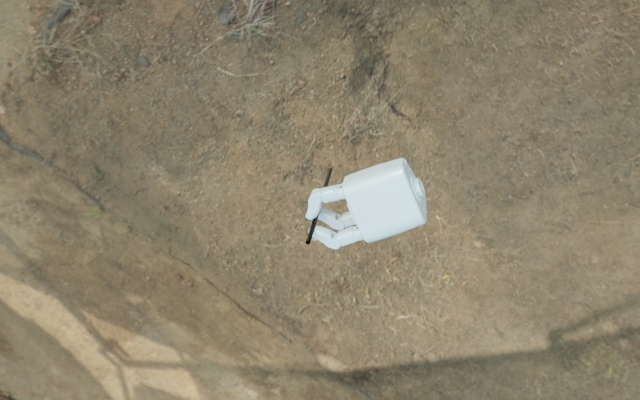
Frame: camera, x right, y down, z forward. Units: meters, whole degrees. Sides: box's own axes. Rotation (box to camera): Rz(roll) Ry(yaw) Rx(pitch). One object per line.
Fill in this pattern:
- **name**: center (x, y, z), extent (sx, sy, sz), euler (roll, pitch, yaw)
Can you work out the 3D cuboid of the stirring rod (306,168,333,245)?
- **stirring rod**: center (0.000, 0.003, 0.877), extent (0.011, 0.011, 0.239), euler (0, 33, 12)
